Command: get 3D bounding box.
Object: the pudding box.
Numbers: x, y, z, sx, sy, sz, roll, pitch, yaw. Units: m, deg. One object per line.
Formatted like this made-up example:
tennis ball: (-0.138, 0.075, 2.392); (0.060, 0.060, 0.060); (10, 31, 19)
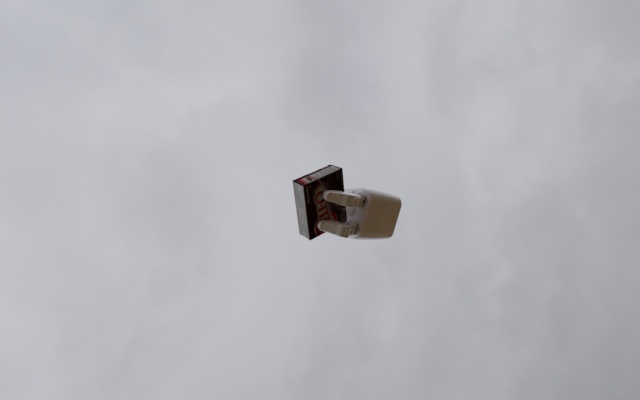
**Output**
pudding box: (0.000, 0.003, 0.854); (0.090, 0.113, 0.039); (-26, 32, -33)
